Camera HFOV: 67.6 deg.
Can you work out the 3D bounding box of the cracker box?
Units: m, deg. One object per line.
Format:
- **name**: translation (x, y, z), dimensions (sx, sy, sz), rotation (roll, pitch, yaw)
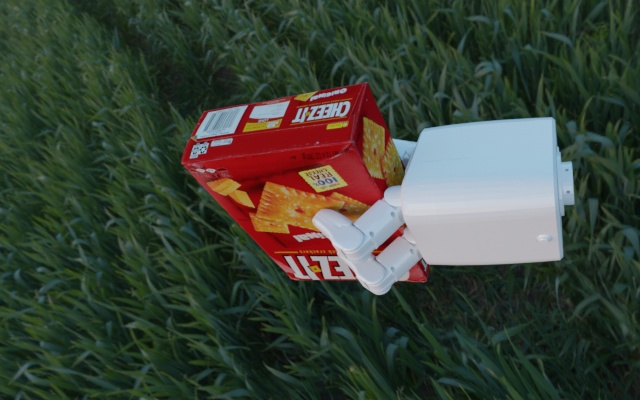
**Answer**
- **cracker box**: translation (0.000, 0.001, 0.451), dimensions (0.164, 0.072, 0.214), rotation (-3, -38, 28)
